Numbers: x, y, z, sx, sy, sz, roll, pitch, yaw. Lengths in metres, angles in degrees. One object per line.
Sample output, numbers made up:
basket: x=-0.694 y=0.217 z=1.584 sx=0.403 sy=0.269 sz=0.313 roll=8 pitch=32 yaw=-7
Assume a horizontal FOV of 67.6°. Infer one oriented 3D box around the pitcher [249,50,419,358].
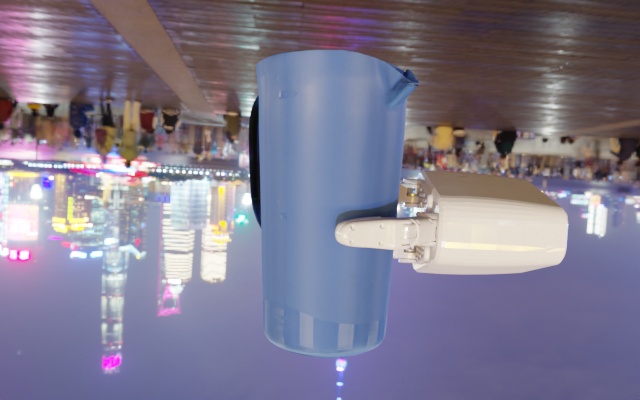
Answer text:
pitcher: x=0.000 y=0.001 z=0.425 sx=0.145 sy=0.243 sz=0.149 roll=2 pitch=2 yaw=-3
